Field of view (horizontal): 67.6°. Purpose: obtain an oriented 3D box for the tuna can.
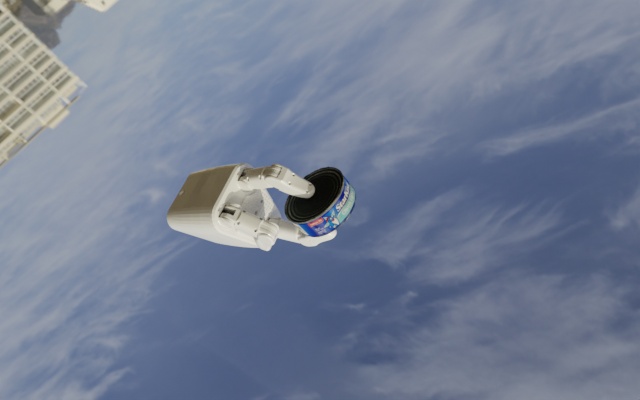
[{"bbox_3d":[0.000,0.002,0.582,0.086,0.086,0.034,0,-38,44],"label":"tuna can"}]
